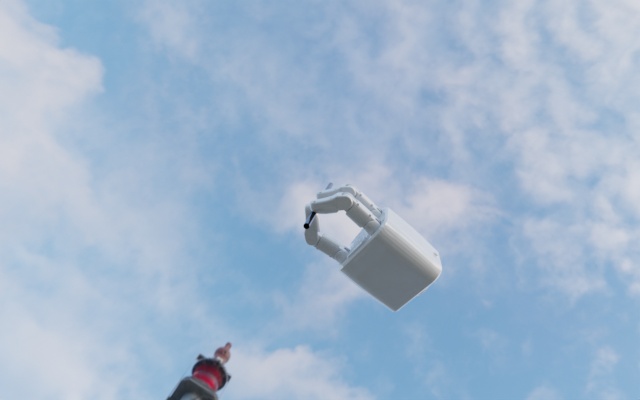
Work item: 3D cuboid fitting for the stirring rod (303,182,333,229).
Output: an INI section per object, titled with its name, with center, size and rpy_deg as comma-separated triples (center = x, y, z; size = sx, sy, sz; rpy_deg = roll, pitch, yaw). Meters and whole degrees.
[stirring rod]
center = 0.000, 0.002, 0.713
size = 0.011, 0.011, 0.239
rpy_deg = 0, 14, 9
